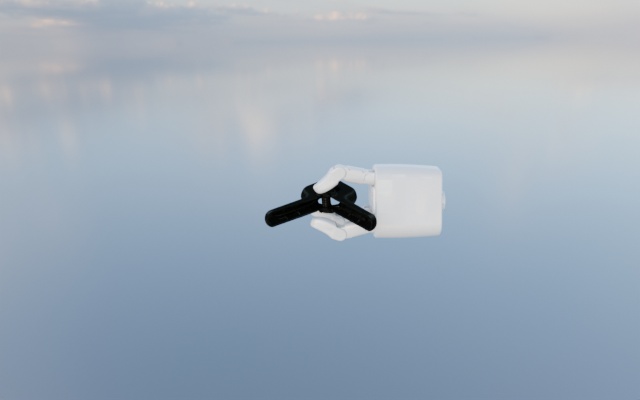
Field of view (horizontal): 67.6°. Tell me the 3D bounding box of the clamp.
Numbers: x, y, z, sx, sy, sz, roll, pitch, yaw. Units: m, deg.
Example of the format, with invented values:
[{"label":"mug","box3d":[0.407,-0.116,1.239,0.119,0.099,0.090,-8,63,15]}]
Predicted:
[{"label":"clamp","box3d":[0.000,0.002,0.779,0.164,0.036,0.210,1,18,0]}]
